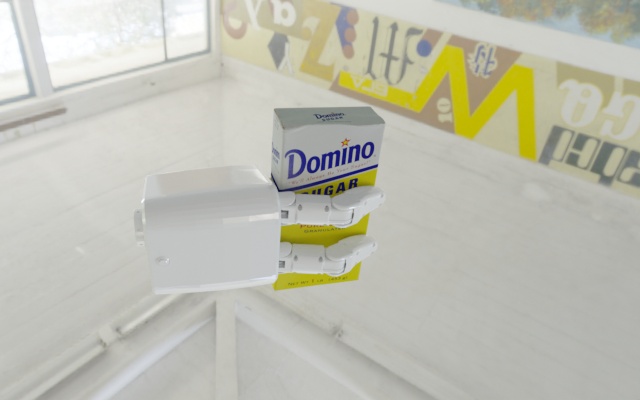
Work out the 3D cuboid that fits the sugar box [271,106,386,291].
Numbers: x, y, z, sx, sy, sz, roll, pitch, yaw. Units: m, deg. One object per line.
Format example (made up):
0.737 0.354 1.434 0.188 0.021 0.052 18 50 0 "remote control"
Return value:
0.000 0.002 0.450 0.093 0.176 0.048 -5 35 -17 "sugar box"
